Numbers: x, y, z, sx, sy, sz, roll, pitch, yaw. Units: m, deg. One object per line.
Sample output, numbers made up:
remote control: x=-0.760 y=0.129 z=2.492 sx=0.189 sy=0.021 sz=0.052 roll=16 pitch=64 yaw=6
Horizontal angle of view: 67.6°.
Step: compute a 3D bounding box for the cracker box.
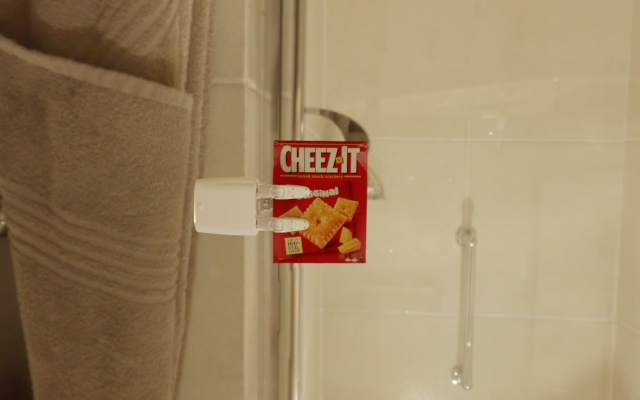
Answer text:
cracker box: x=0.000 y=0.003 z=0.838 sx=0.164 sy=0.214 sz=0.072 roll=1 pitch=4 yaw=1
